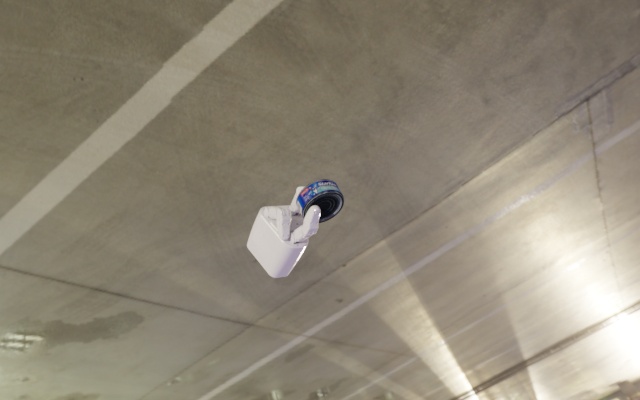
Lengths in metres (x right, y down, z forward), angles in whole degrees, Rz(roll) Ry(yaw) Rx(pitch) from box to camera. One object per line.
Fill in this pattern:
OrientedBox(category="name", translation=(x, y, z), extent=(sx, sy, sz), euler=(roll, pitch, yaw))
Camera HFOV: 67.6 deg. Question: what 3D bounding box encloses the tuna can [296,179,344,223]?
OrientedBox(category="tuna can", translation=(0.000, 0.003, 0.888), extent=(0.086, 0.086, 0.033), euler=(0, 44, -32))
